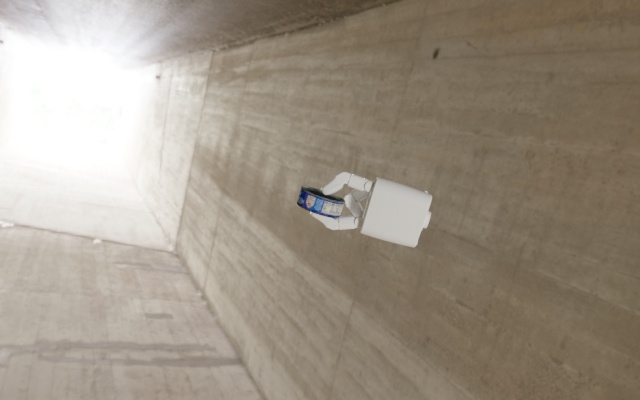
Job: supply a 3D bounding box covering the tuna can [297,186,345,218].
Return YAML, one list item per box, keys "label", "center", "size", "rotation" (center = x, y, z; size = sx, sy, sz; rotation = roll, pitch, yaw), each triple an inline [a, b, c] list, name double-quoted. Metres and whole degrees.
- label: "tuna can"
  center: [0.000, 0.003, 0.883]
  size: [0.086, 0.034, 0.086]
  rotation: [18, 9, -3]
